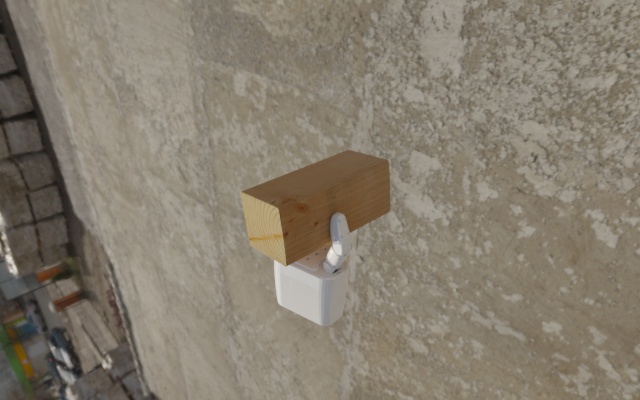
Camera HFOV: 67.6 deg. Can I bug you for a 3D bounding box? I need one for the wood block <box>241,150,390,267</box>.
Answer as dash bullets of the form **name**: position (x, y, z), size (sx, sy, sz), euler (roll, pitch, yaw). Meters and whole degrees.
- **wood block**: position (0.000, 0.003, 0.699), size (0.206, 0.090, 0.091), euler (-25, 31, -35)
